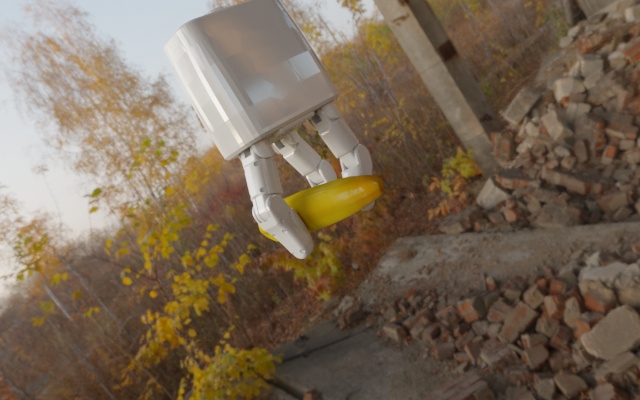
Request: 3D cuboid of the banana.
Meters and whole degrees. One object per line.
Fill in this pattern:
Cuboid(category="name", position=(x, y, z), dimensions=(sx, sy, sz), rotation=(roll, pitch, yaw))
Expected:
Cuboid(category="banana", position=(-0.016, 0.010, 0.441), dimensions=(0.069, 0.037, 0.198), rotation=(-28, 3, -24))
